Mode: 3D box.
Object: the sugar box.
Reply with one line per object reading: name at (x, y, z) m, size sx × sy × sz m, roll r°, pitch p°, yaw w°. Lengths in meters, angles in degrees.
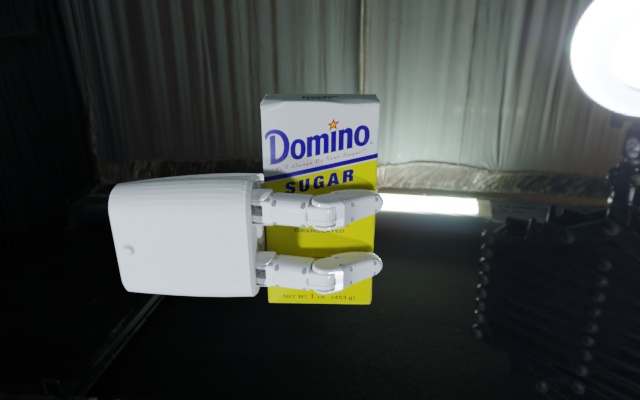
sugar box at (0.000, 0.002, 0.402) m, size 0.093 × 0.176 × 0.048 m, roll 0°, pitch 23°, yaw 1°
